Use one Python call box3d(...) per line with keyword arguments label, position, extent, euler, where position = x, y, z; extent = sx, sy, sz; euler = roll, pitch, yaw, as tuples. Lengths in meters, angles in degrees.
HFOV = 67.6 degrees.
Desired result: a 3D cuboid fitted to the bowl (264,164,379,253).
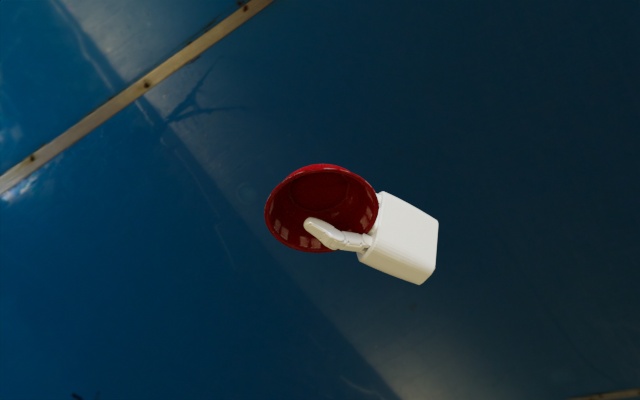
box3d(label="bowl", position=(-0.001, 0.001, 0.687), extent=(0.162, 0.162, 0.055), euler=(0, 42, -7))
